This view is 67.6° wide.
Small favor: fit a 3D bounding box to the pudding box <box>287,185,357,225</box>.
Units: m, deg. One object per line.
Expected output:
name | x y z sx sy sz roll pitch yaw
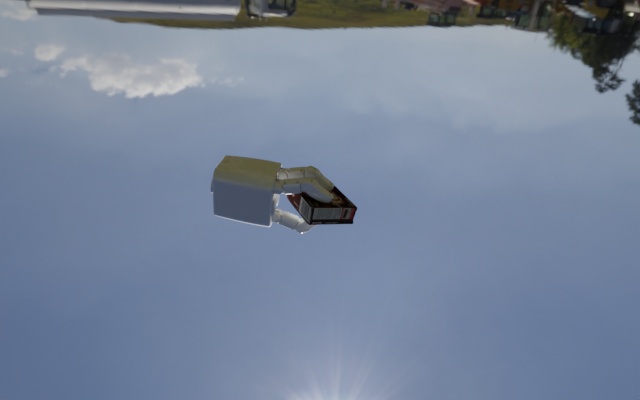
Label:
pudding box | 0.000 0.003 0.860 0.090 0.039 0.113 -1 28 -26
